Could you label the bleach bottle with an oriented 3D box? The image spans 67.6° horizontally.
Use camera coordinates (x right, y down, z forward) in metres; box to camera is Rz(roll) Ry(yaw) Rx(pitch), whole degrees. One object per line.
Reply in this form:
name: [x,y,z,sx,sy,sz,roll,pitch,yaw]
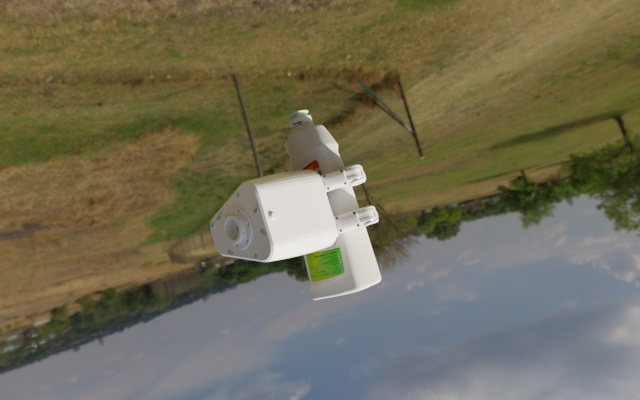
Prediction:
bleach bottle: [0.000,0.002,0.653,0.102,0.251,0.068,-22,-7,42]
